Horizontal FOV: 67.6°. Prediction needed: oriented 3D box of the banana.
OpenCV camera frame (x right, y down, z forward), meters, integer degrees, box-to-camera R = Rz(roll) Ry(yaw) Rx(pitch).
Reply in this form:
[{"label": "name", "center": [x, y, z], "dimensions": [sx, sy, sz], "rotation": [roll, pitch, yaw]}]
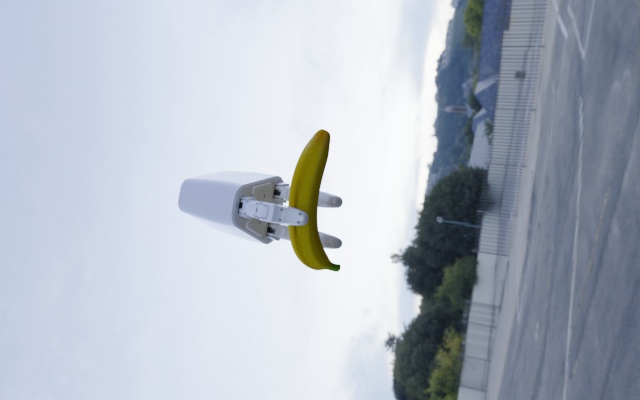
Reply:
[{"label": "banana", "center": [-0.012, 0.011, 0.608], "dimensions": [0.037, 0.198, 0.069], "rotation": [14, 27, 40]}]
